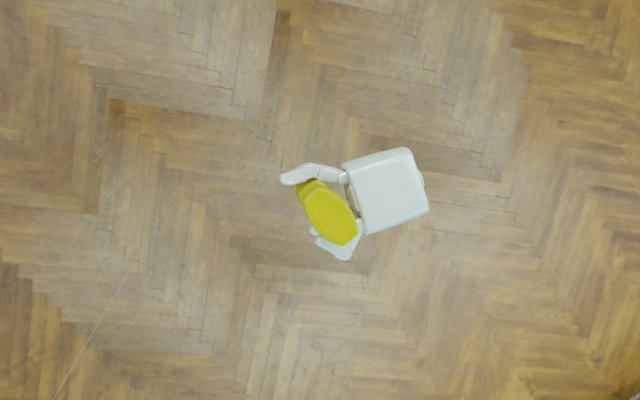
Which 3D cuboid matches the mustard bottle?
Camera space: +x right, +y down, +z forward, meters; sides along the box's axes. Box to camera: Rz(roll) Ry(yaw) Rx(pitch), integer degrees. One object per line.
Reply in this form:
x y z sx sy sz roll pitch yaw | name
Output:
0.000 0.003 0.757 0.058 0.096 0.191 -42 16 1 | mustard bottle
